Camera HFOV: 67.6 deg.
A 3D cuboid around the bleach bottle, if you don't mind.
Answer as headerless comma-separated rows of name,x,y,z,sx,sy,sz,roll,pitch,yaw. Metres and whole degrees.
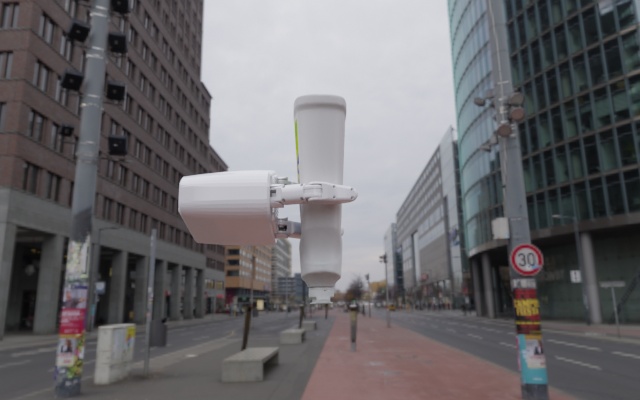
bleach bottle,0.000,0.002,0.601,0.068,0.250,0.102,0,-12,-1
